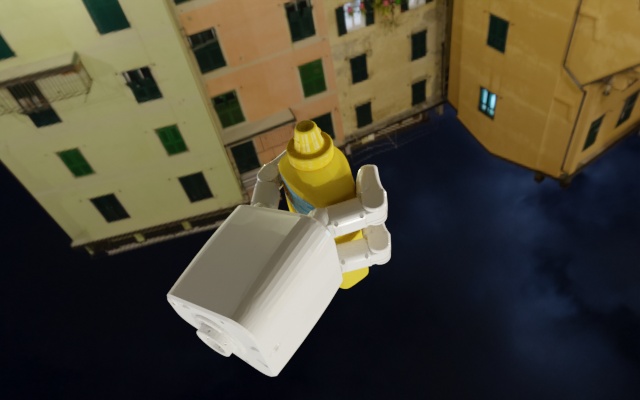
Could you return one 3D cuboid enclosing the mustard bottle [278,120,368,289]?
[{"bbox_3d":[0.000,0.001,0.467,0.058,0.192,0.096,-31,51,-16],"label":"mustard bottle"}]
